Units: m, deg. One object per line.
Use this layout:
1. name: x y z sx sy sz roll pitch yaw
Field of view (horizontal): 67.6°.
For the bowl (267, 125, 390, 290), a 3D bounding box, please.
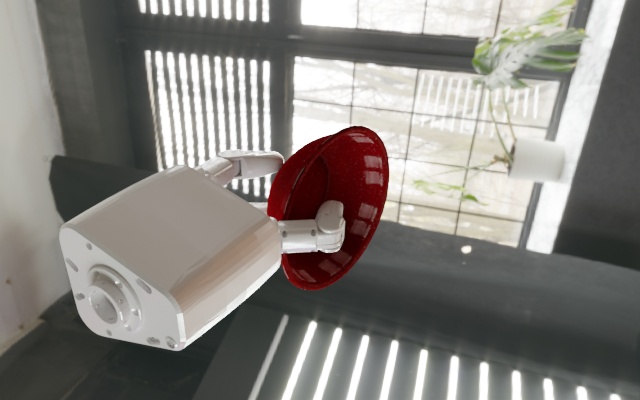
1. bowl: 0.001 0.001 0.460 0.055 0.162 0.162 23 14 35
